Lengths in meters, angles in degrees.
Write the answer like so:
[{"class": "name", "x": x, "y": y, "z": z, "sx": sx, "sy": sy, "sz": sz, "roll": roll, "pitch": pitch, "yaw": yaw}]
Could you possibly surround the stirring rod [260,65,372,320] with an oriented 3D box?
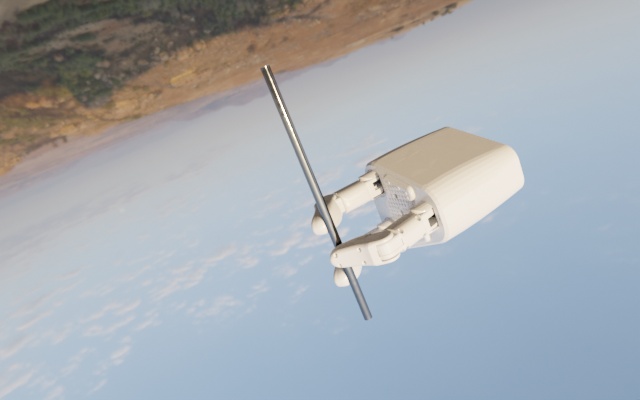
[{"class": "stirring rod", "x": 0.000, "y": 0.001, "z": 0.410, "sx": 0.011, "sy": 0.239, "sz": 0.011, "roll": -21, "pitch": 16, "yaw": 6}]
